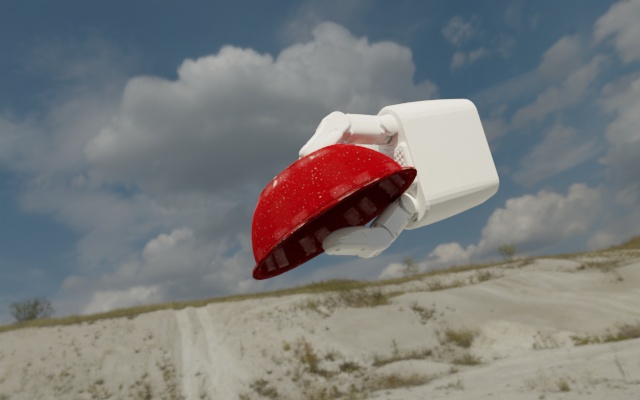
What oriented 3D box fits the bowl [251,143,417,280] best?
[{"bbox_3d":[-0.001,0.001,0.404,0.162,0.055,0.162,-32,-13,-8],"label":"bowl"}]
